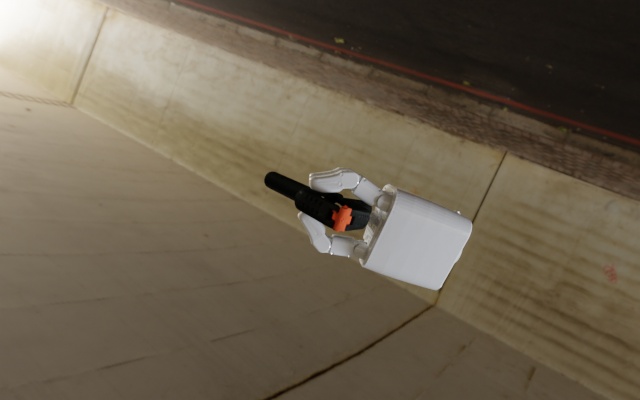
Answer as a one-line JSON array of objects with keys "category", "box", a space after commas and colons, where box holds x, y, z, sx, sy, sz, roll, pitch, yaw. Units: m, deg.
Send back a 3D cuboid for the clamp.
[{"category": "clamp", "box": [0.000, 0.003, 0.614, 0.164, 0.036, 0.210, 17, 6, -4]}]
